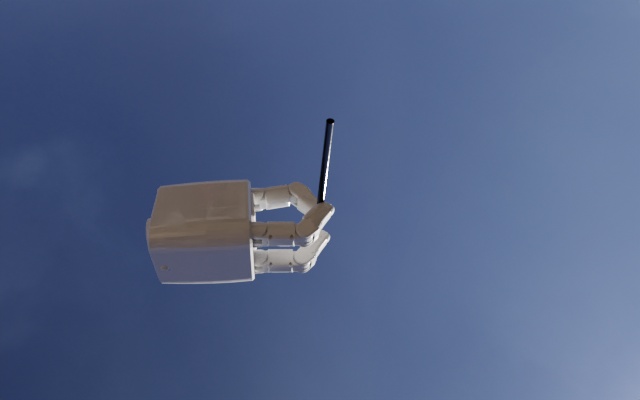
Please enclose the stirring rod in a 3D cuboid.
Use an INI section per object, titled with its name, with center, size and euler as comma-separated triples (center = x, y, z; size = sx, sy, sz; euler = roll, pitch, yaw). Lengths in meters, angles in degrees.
[stirring rod]
center = 0.000, 0.002, 0.538
size = 0.011, 0.011, 0.240
euler = 0, -39, -6
